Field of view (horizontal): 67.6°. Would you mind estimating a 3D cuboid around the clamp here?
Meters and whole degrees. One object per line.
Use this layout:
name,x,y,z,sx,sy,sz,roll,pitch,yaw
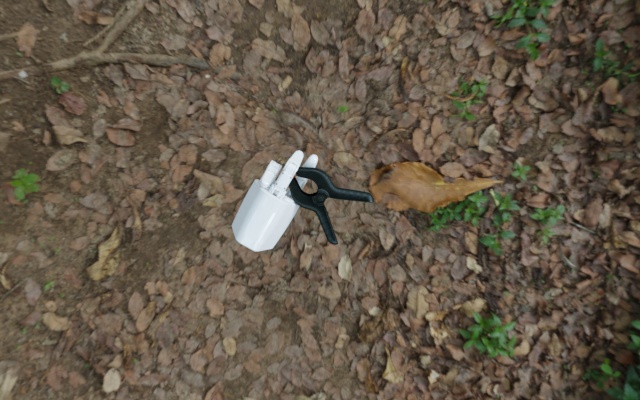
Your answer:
clamp,0.000,0.003,0.894,0.171,0.120,0.039,30,5,-4
